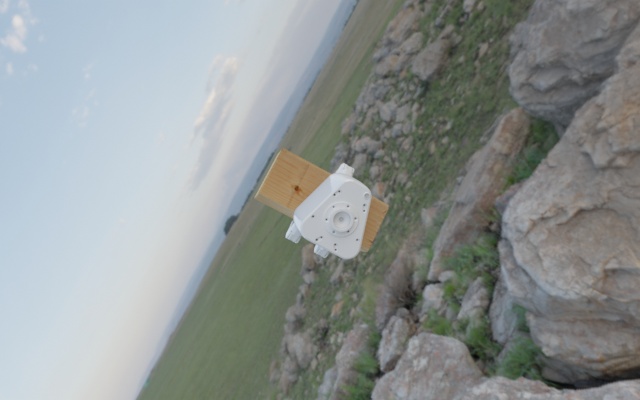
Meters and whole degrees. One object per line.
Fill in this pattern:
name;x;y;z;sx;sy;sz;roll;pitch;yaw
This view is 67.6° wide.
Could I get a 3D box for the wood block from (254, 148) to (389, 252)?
wood block;0.000;0.002;0.828;0.206;0.091;0.090;28;-9;-9
